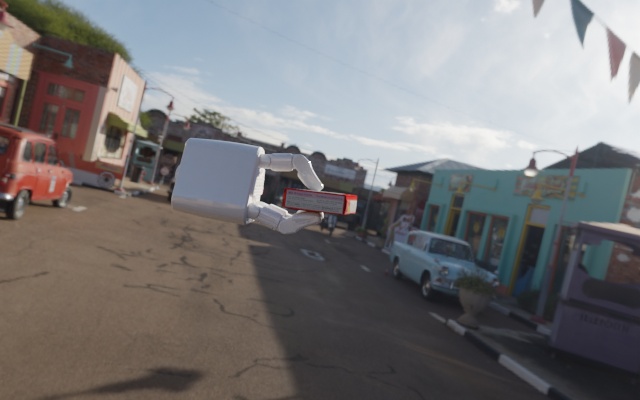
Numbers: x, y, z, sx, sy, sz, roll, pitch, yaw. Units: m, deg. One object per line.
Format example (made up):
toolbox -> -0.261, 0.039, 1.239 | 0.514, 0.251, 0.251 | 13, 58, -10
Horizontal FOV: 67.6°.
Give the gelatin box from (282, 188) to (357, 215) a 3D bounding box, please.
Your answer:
gelatin box -> 0.000, 0.002, 0.663 | 0.089, 0.030, 0.073 | 6, 1, 15
